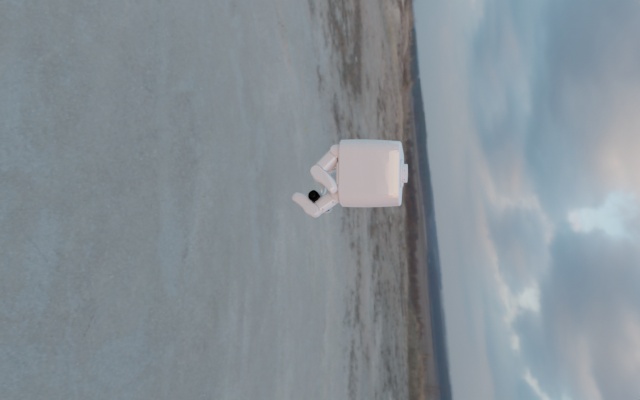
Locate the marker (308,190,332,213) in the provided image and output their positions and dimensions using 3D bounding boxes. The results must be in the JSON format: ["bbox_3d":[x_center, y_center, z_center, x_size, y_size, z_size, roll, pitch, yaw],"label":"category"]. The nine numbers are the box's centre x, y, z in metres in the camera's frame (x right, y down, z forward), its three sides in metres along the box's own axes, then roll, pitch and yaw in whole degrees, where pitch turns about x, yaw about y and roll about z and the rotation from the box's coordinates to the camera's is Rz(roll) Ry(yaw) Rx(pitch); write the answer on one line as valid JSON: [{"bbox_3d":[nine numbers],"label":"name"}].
[{"bbox_3d":[0.000,0.003,0.883,0.020,0.020,0.121,0,-13,14],"label":"marker"}]
